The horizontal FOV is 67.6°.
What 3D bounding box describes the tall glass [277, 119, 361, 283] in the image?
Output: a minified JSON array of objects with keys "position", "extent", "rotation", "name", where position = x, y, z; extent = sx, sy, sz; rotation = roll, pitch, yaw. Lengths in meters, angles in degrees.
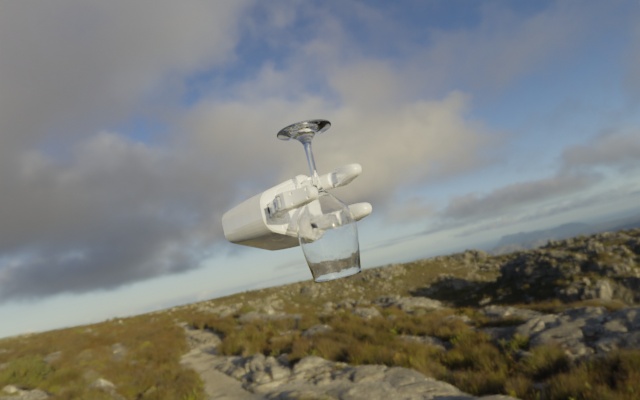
[{"position":[0.000,0.001,0.621],"extent":[0.079,0.201,0.079],"rotation":[-13,-8,-2],"name":"tall glass"}]
